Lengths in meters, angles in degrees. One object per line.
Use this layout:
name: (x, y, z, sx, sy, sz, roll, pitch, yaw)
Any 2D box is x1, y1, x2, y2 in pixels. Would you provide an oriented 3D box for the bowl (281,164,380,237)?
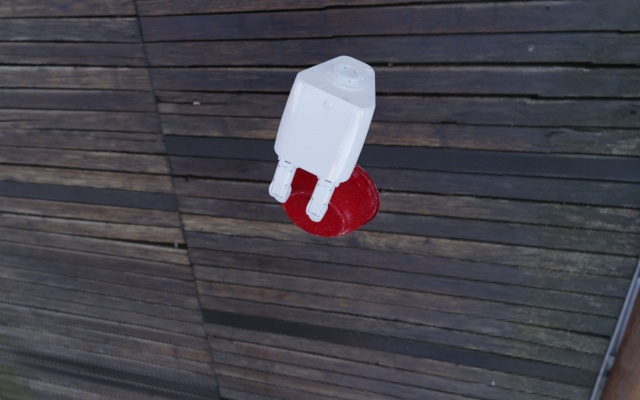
bowl: (0.000, 0.003, 0.684, 0.162, 0.055, 0.162, 17, -38, 14)
